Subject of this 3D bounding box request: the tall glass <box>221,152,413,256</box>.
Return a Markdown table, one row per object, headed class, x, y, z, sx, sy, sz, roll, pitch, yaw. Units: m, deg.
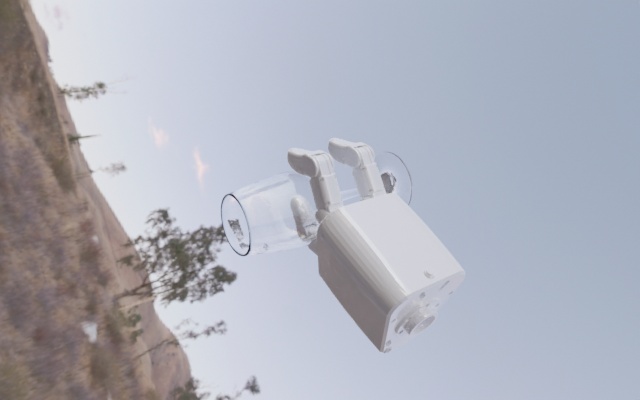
| class | x | y | z | sx | sy | sz | roll | pitch | yaw |
| --- | --- | --- | --- | --- | --- | --- | --- | --- | --- |
| tall glass | 0.001 | 0.001 | 0.503 | 0.201 | 0.079 | 0.079 | -15 | 8 | -32 |
